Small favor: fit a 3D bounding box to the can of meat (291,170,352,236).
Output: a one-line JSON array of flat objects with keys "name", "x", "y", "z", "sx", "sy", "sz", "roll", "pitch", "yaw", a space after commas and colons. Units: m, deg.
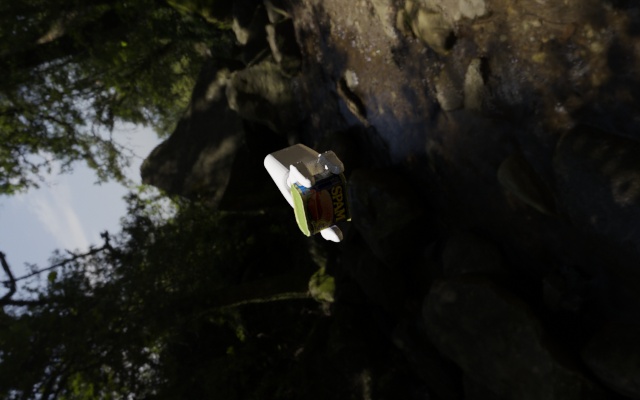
[{"name": "can of meat", "x": 0.000, "y": 0.003, "z": 0.822, "sx": 0.084, "sy": 0.102, "sz": 0.057, "roll": -22, "pitch": 35, "yaw": -17}]
